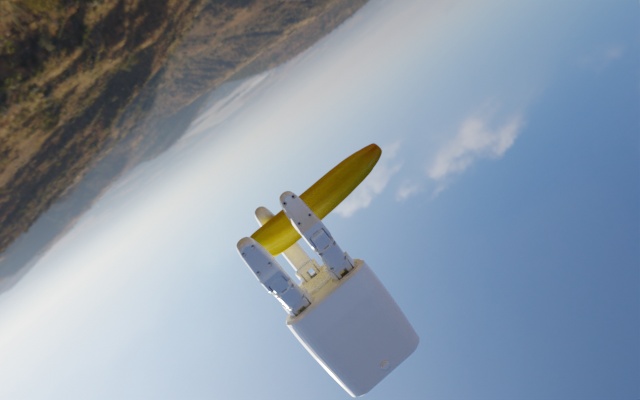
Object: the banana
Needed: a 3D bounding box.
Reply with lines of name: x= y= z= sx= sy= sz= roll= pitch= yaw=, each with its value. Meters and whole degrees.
banana: x=-0.010 y=0.008 z=0.504 sx=0.197 sy=0.037 sz=0.070 roll=-40 pitch=5 yaw=-27
